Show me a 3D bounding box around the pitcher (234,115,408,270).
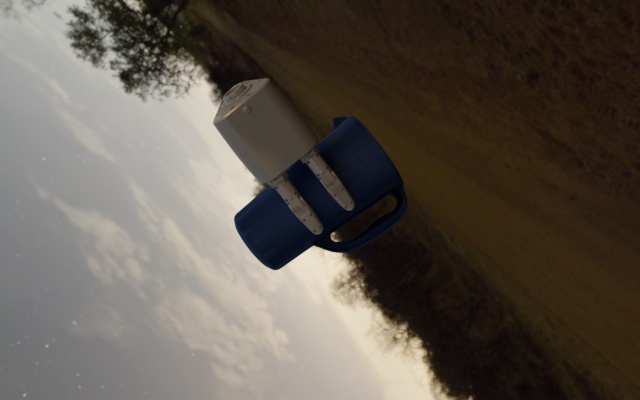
[{"bbox_3d":[0.000,0.002,0.717,0.243,0.145,0.149,-38,29,2],"label":"pitcher"}]
